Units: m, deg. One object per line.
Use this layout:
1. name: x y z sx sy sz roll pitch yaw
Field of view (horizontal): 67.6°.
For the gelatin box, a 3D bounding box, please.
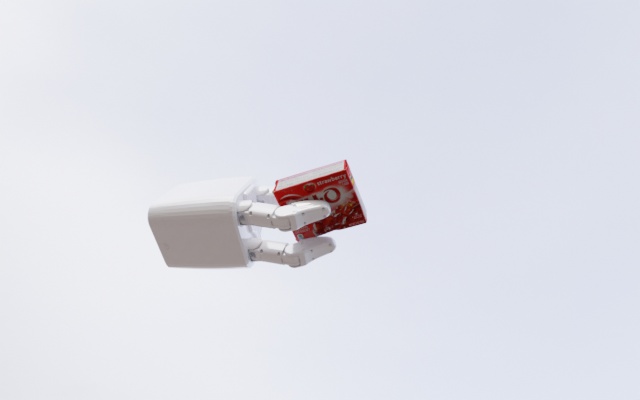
1. gelatin box: 0.000 0.001 0.542 0.089 0.073 0.030 -16 29 13
